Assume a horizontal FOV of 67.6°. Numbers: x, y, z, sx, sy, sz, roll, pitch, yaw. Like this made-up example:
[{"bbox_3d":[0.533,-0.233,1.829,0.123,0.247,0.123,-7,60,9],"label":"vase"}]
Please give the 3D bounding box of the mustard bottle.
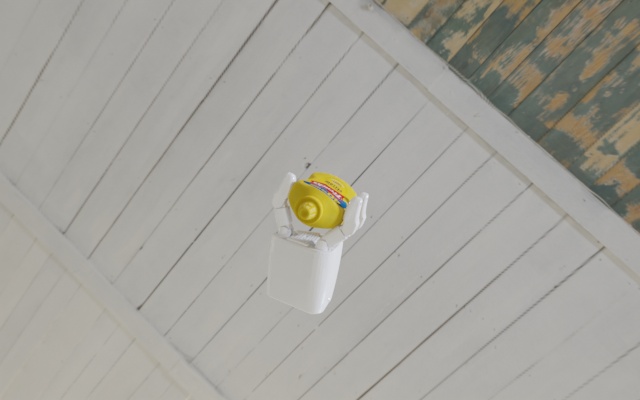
[{"bbox_3d":[0.000,0.002,0.757,0.096,0.058,0.191,35,17,6],"label":"mustard bottle"}]
